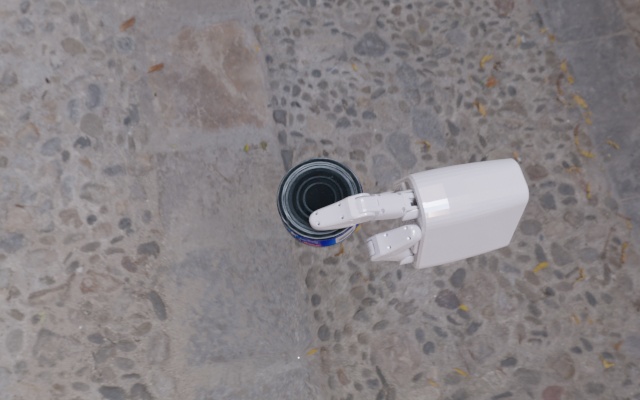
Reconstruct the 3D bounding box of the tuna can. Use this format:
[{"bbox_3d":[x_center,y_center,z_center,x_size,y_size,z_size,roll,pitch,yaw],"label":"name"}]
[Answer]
[{"bbox_3d":[0.000,0.001,0.473,0.086,0.086,0.034,0,-17,3],"label":"tuna can"}]
